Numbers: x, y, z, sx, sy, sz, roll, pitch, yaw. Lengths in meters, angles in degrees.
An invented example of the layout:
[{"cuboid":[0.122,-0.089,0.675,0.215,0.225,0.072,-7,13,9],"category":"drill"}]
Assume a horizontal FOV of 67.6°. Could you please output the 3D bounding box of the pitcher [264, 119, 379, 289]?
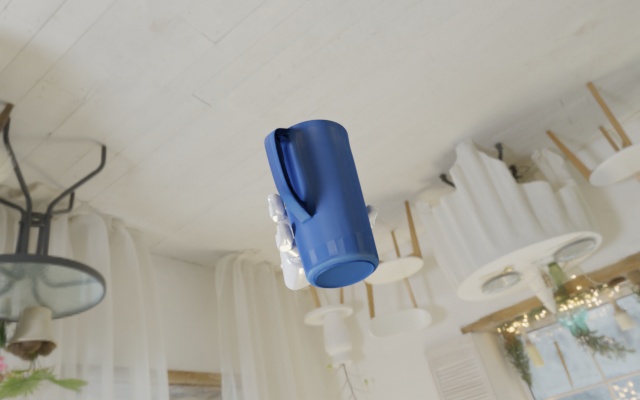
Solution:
[{"cuboid":[0.000,0.002,0.727,0.149,0.242,0.145,-8,-31,-12],"category":"pitcher"}]
